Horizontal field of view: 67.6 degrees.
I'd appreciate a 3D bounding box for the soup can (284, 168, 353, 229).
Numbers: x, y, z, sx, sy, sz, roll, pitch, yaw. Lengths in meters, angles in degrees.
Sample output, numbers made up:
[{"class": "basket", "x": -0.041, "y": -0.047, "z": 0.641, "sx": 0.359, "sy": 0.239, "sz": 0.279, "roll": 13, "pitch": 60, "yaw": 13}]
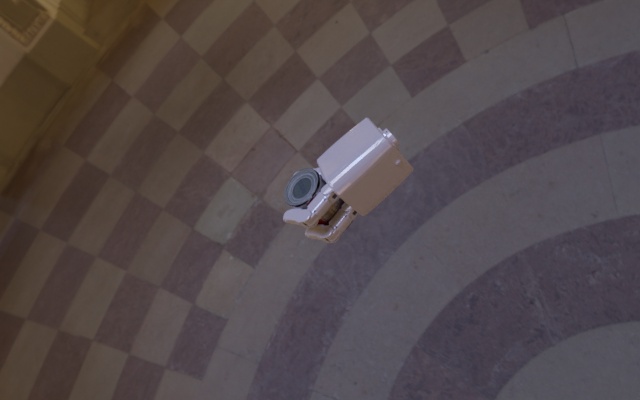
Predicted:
[{"class": "soup can", "x": 0.000, "y": 0.003, "z": 0.752, "sx": 0.068, "sy": 0.068, "sz": 0.102, "roll": 0, "pitch": -27, "yaw": 41}]
